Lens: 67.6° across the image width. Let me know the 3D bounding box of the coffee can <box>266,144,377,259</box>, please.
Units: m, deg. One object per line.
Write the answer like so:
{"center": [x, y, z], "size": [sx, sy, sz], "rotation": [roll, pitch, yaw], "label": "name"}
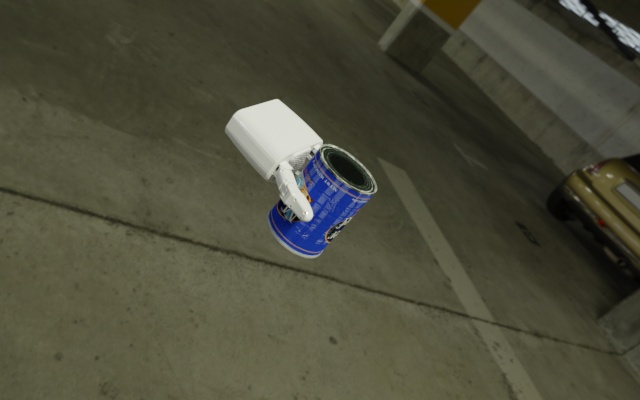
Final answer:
{"center": [0.000, 0.003, 0.706], "size": [0.103, 0.102, 0.140], "rotation": [0, -44, -53], "label": "coffee can"}
